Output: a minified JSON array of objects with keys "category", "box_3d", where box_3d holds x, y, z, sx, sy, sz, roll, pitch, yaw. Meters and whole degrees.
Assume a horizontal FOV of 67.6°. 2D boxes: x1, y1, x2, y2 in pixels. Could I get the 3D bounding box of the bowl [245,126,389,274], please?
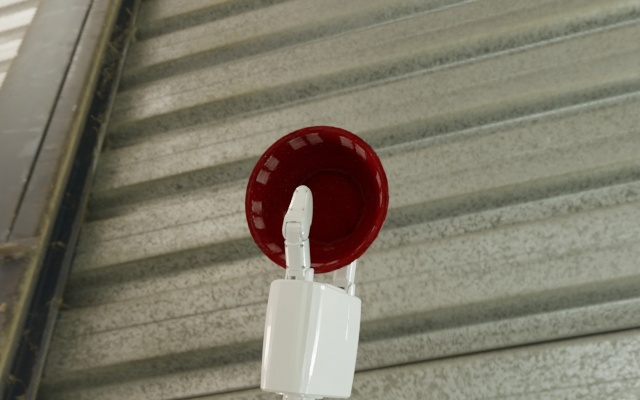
[{"category":"bowl","box_3d":[0.001,0.001,0.531,0.162,0.162,0.055,0,-10,18]}]
